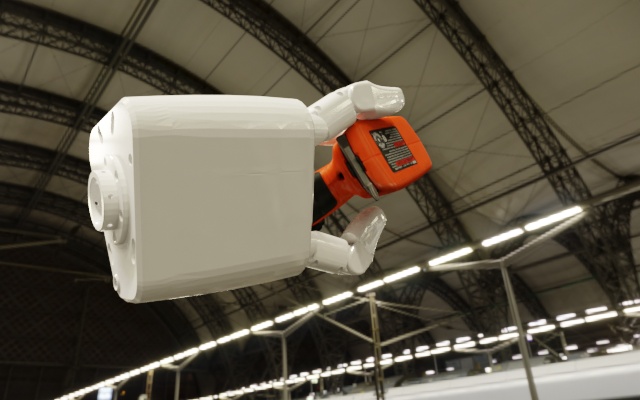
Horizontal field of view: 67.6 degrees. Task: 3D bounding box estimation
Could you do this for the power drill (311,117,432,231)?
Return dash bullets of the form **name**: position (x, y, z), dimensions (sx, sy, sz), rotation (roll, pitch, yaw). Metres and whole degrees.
- **power drill**: position (0.000, 0.001, 0.415), dimensions (0.188, 0.057, 0.184), rotation (-35, -5, 31)
